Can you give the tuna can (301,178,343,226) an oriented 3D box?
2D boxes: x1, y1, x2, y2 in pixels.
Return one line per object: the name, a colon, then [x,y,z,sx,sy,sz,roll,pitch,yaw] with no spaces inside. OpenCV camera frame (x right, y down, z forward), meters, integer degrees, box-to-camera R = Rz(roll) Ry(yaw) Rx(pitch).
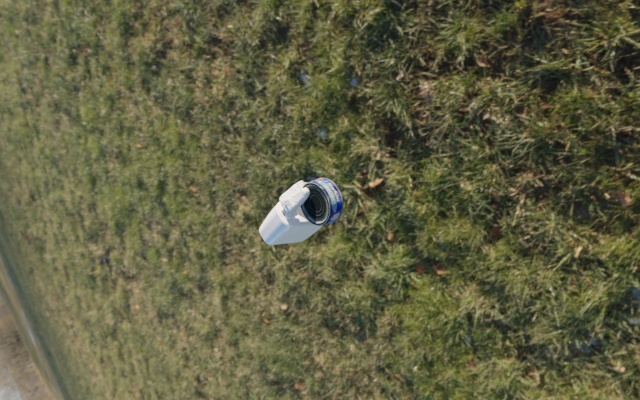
tuna can: [0.000,0.003,0.884,0.033,0.086,0.086,-19,12,-41]
